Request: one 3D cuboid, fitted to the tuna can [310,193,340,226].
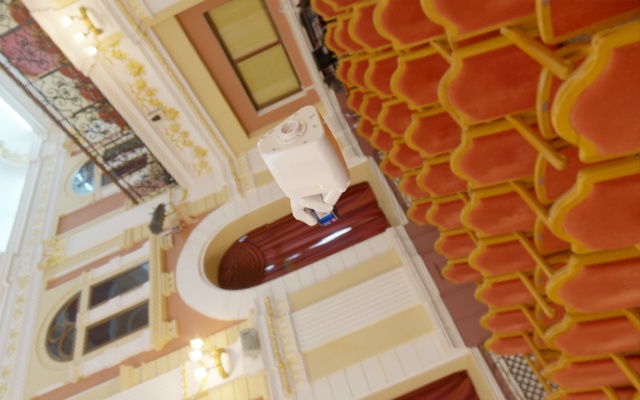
[{"bbox_3d":[0.000,0.003,0.862,0.034,0.086,0.086,-28,-4,7],"label":"tuna can"}]
